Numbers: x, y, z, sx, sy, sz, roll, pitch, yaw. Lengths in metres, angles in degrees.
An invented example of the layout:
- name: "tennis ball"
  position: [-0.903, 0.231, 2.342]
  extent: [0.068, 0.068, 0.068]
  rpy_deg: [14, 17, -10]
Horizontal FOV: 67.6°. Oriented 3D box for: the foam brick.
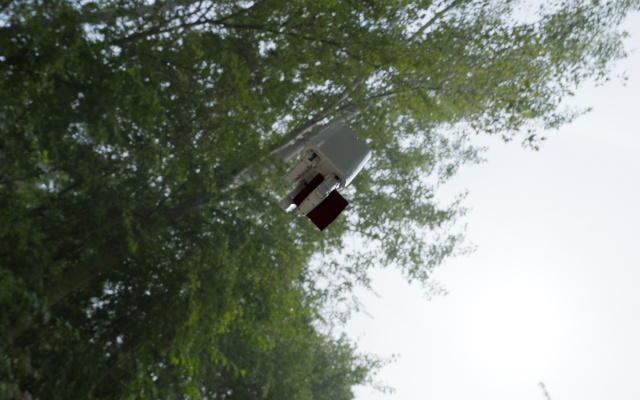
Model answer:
- name: "foam brick"
  position: [0.000, 0.003, 0.838]
  extent: [0.051, 0.078, 0.053]
  rpy_deg: [-46, 2, -41]
